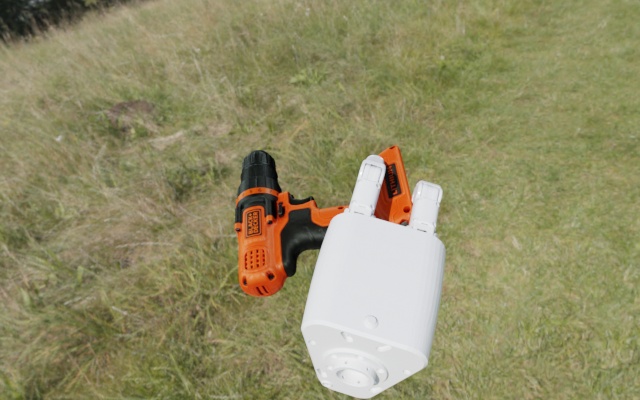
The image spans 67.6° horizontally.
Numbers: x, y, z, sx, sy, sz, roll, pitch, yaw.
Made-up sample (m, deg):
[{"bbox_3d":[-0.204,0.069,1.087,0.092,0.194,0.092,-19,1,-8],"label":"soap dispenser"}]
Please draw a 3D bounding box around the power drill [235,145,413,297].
[{"bbox_3d":[0.001,0.002,0.507,0.187,0.184,0.057,-14,-37,9],"label":"power drill"}]
